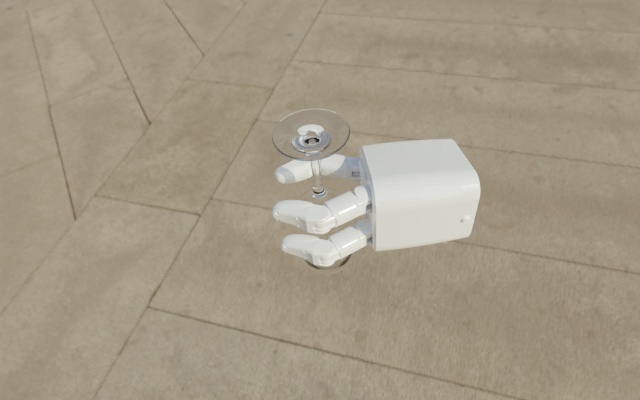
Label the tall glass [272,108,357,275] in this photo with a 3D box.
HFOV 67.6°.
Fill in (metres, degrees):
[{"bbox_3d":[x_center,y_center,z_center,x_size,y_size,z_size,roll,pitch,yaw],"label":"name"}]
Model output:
[{"bbox_3d":[0.000,0.001,0.525,0.079,0.079,0.201,0,-41,6],"label":"tall glass"}]
